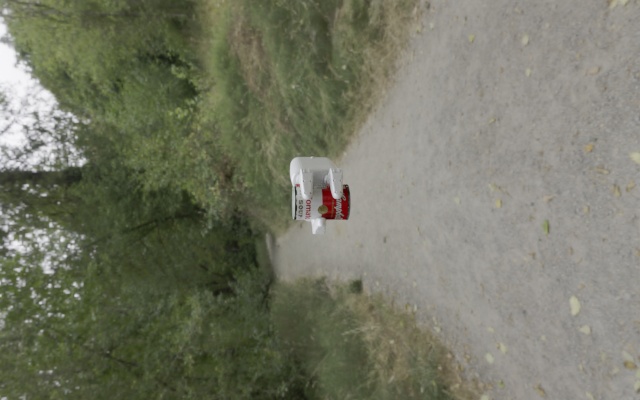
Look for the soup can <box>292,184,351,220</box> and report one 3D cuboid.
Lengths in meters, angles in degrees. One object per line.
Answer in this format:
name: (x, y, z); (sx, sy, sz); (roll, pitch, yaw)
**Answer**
soup can: (0.000, 0.003, 0.891); (0.102, 0.068, 0.068); (0, 0, -8)
